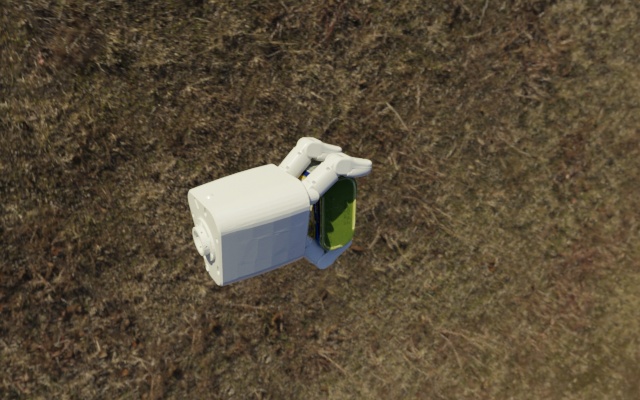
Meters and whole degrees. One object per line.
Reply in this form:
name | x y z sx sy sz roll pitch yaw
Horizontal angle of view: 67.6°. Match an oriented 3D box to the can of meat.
can of meat | 0.000 0.002 0.602 0.057 0.102 0.084 -16 29 -29
